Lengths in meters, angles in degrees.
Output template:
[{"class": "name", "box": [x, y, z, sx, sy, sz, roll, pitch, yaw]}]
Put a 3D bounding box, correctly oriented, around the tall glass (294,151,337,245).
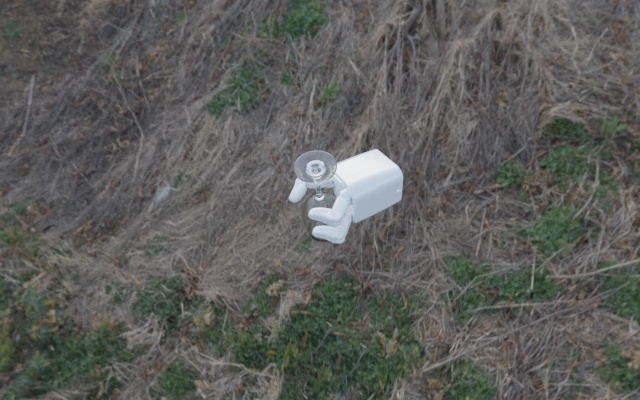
[{"class": "tall glass", "box": [0.000, 0.002, 0.885, 0.079, 0.079, 0.201, 0, -37, 6]}]
